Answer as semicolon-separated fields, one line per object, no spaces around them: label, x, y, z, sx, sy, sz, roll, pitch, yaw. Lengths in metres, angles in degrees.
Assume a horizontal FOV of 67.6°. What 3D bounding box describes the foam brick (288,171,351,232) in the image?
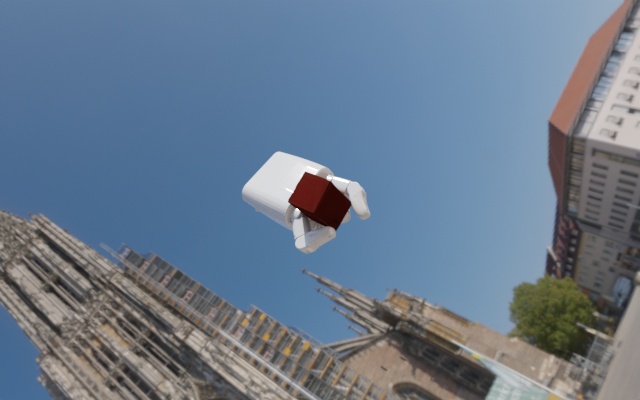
foam brick;0.000;0.002;0.689;0.051;0.053;0.078;25;-10;34
